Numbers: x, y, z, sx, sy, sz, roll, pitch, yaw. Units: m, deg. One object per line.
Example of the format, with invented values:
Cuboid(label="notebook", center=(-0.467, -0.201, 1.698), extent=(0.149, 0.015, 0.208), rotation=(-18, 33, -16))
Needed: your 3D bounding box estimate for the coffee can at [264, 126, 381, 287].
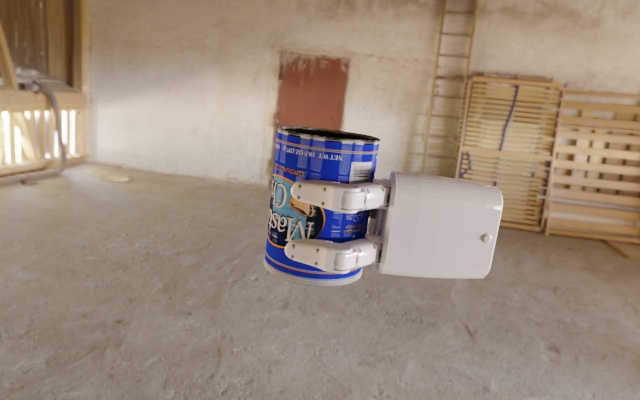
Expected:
Cuboid(label="coffee can", center=(0.000, 0.002, 0.481), extent=(0.103, 0.140, 0.102), rotation=(6, 13, -1))
